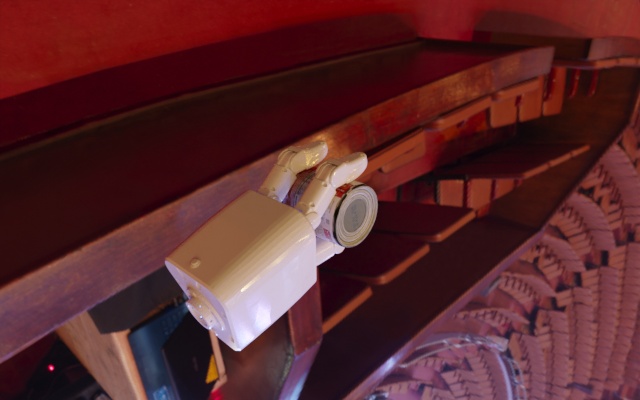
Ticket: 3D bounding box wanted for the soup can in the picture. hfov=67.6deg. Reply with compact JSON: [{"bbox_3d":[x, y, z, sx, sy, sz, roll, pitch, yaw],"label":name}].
[{"bbox_3d":[0.001,0.002,0.503,0.102,0.068,0.068,22,14,39],"label":"soup can"}]
